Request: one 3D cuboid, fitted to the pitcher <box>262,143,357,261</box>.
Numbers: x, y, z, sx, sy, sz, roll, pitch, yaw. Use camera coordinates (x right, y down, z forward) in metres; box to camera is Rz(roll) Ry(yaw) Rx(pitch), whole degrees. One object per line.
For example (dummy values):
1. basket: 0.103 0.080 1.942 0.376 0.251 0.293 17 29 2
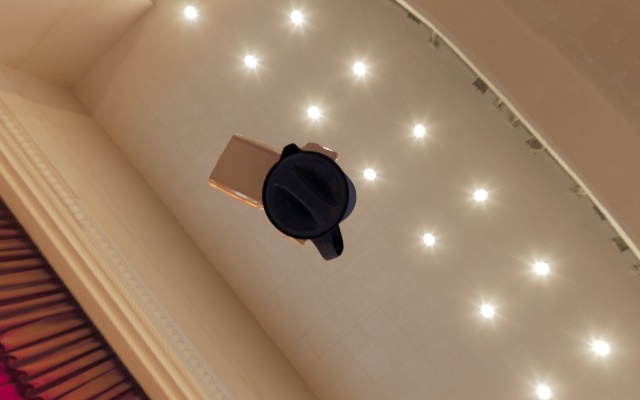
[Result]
1. pitcher: 0.000 0.003 0.818 0.145 0.149 0.243 23 4 10
